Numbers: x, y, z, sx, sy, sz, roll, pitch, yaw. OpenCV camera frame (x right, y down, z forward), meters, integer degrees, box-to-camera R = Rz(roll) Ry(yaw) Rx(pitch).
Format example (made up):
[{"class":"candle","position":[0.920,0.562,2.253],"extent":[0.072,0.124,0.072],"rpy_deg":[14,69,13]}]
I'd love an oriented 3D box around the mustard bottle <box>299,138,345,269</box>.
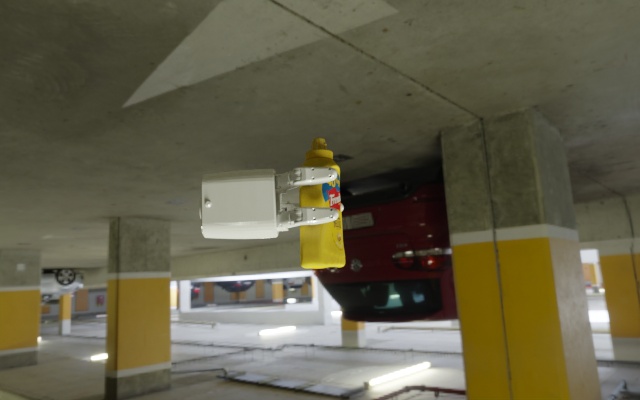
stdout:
[{"class":"mustard bottle","position":[0.000,0.003,0.702],"extent":[0.058,0.191,0.096],"rpy_deg":[-6,-10,21]}]
